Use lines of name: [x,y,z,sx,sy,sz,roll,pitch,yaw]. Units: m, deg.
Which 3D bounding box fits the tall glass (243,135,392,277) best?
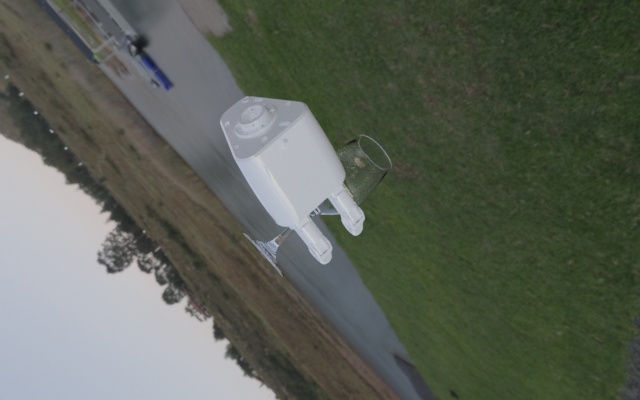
tall glass: [0.000,0.003,0.613,0.201,0.079,0.079,-42,10,-12]
